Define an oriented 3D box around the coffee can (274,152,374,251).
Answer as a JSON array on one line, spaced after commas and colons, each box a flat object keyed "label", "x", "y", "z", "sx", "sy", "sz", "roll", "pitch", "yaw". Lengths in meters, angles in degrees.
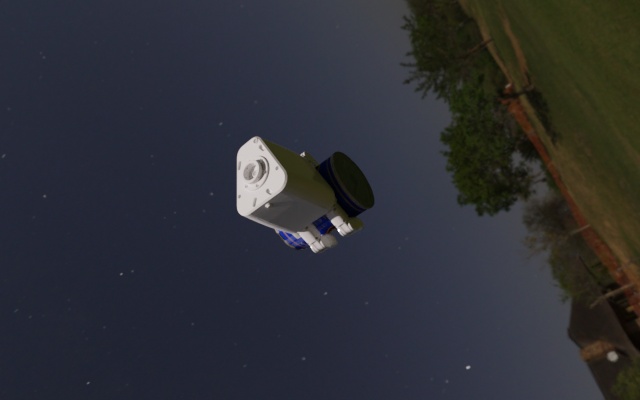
[{"label": "coffee can", "x": 0.000, "y": 0.002, "z": 0.765, "sx": 0.140, "sy": 0.102, "sz": 0.103, "roll": -34, "pitch": -16, "yaw": 24}]
